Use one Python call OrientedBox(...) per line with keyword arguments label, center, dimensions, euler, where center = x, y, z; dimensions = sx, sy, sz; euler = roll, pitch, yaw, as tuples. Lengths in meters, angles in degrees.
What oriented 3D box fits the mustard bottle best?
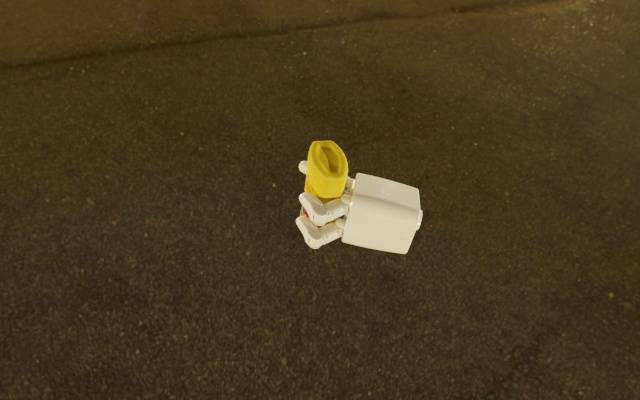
OrientedBox(label="mustard bottle", center=(0.000, 0.002, 0.786), dimensions=(0.058, 0.096, 0.192), euler=(-4, -44, -15))
